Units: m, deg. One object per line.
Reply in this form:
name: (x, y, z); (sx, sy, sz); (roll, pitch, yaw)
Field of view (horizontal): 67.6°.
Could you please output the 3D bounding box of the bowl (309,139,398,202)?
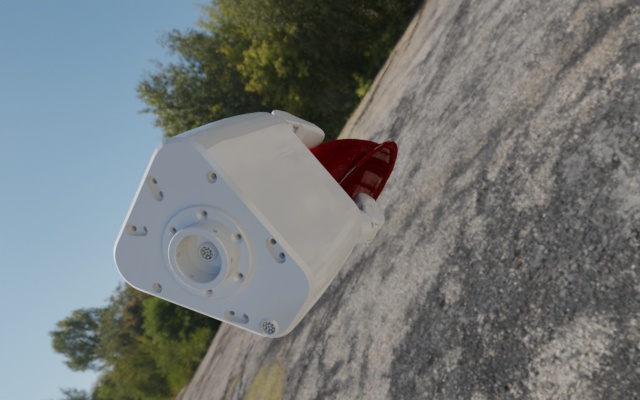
bowl: (0.000, 0.001, 0.431); (0.055, 0.162, 0.162); (37, 12, 16)
